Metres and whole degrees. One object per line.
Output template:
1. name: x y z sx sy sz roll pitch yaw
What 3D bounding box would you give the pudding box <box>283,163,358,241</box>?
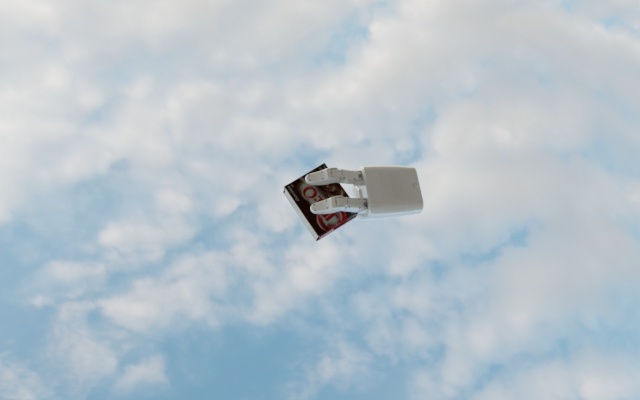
1. pudding box: 0.000 0.003 0.854 0.090 0.113 0.039 -31 -14 -20
